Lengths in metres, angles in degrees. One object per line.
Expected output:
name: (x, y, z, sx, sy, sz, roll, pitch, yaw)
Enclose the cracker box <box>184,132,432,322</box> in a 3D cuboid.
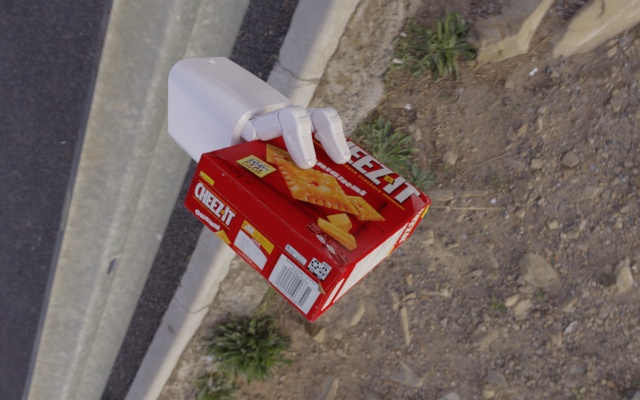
cracker box: (0.000, 0.002, 0.486, 0.164, 0.072, 0.213, 39, 33, 16)
